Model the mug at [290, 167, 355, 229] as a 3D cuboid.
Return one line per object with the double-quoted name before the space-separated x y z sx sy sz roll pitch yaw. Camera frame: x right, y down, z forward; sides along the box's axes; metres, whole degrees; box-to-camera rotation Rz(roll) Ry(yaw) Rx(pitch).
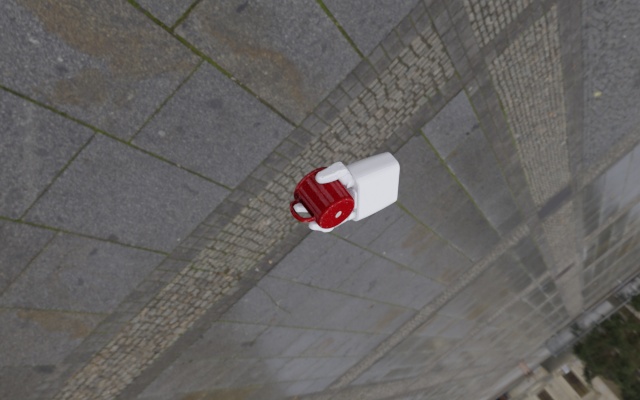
"mug" -0.001 0.004 0.881 0.117 0.081 0.093 -24 -32 -23
